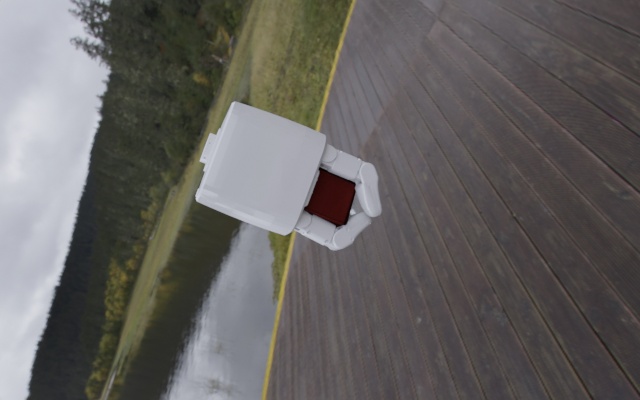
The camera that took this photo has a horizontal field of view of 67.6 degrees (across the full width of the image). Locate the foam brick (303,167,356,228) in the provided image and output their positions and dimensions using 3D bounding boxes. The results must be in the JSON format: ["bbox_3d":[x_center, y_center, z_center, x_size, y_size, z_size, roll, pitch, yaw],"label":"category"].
[{"bbox_3d":[0.000,0.002,0.556,0.051,0.053,0.078,22,-19,-15],"label":"foam brick"}]
